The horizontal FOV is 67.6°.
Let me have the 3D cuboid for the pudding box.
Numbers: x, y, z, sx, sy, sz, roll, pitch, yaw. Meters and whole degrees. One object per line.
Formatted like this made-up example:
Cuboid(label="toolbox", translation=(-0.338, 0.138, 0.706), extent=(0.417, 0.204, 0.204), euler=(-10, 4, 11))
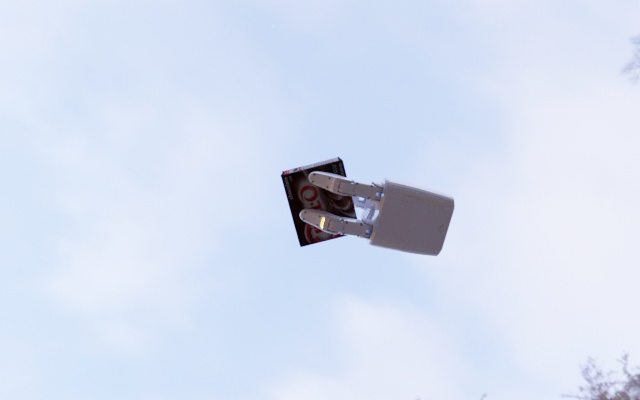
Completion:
Cuboid(label="pudding box", translation=(0.000, 0.002, 0.686), extent=(0.090, 0.113, 0.039), euler=(-15, 13, 0))
